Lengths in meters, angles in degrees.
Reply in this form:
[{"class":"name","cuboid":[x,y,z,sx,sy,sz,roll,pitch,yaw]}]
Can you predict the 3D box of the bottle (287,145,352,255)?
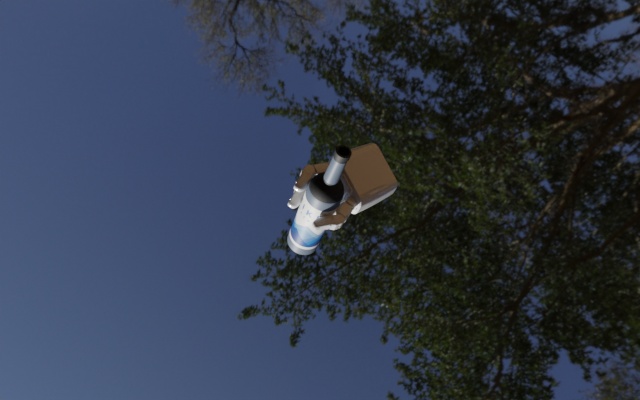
[{"class":"bottle","cuboid":[0.000,0.003,0.885,0.069,0.069,0.296,0,-34,-18]}]
